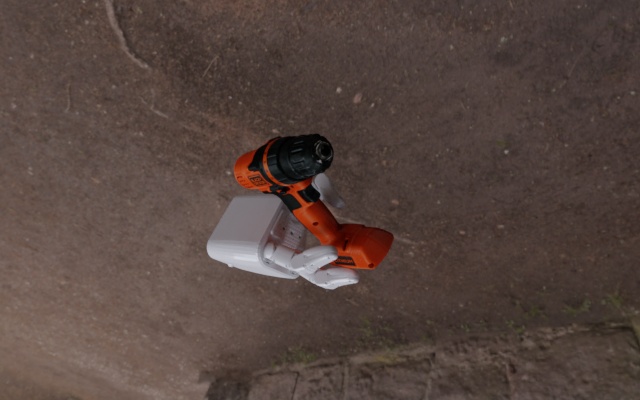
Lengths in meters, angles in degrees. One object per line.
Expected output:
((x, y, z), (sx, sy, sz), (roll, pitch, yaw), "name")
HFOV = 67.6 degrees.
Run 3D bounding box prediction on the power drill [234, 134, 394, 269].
((0.000, 0.002, 0.555), (0.188, 0.057, 0.184), (47, -23, -21), "power drill")
